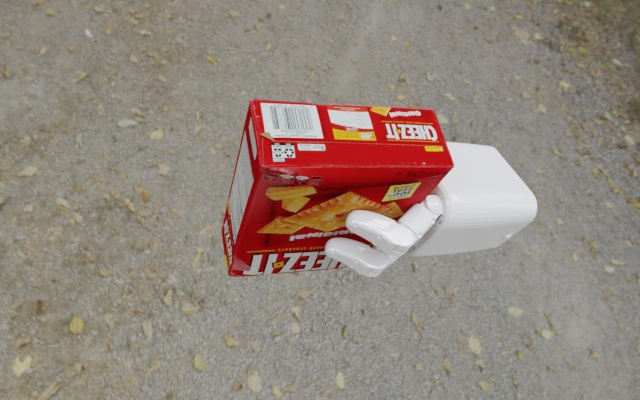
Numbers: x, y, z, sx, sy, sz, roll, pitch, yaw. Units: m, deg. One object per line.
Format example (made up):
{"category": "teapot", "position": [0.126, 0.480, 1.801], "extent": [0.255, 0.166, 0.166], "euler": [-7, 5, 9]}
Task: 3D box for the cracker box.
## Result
{"category": "cracker box", "position": [0.000, 0.001, 0.460], "extent": [0.164, 0.072, 0.214], "euler": [-1, -30, -19]}
